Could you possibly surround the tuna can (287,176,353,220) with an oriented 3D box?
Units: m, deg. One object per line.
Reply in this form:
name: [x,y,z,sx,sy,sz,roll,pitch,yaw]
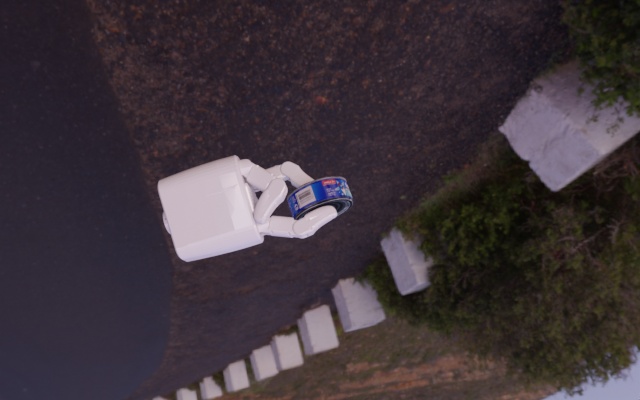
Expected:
tuna can: [0.000,0.003,0.644,0.086,0.033,0.086,-17,-20,-6]
